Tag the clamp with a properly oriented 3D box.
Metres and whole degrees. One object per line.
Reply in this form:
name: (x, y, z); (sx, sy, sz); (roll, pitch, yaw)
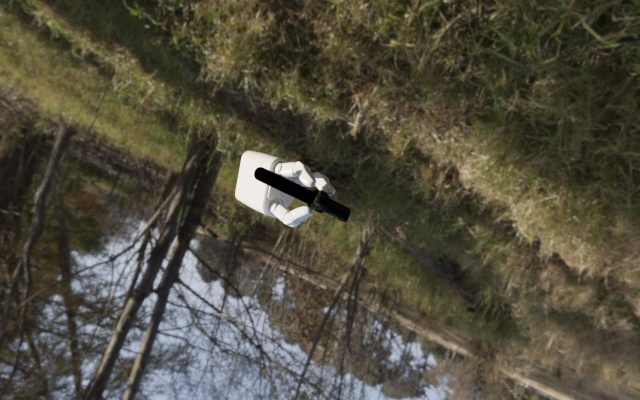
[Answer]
clamp: (0.000, 0.004, 0.853); (0.164, 0.036, 0.210); (23, -3, 44)
